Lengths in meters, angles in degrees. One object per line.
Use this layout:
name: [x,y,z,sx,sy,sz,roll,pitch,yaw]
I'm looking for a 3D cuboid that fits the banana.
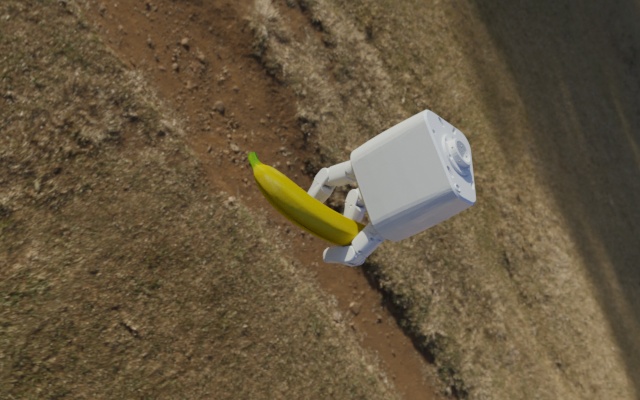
banana: [-0.005,0.012,0.567,0.198,0.069,0.037,36,-54,-20]
